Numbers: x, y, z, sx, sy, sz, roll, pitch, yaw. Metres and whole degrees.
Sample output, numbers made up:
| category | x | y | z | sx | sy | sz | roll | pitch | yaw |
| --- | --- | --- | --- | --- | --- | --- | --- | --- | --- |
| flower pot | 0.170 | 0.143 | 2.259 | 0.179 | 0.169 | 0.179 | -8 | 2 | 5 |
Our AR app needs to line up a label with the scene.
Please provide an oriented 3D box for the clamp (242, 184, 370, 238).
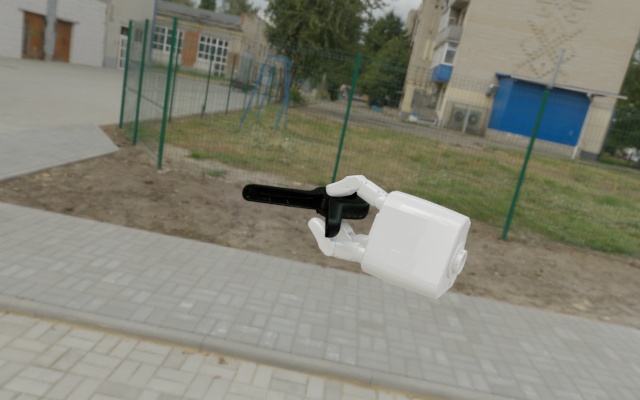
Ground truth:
| category | x | y | z | sx | sy | sz | roll | pitch | yaw |
| --- | --- | --- | --- | --- | --- | --- | --- | --- | --- |
| clamp | 0.001 | 0.002 | 0.703 | 0.164 | 0.036 | 0.210 | 21 | 17 | 27 |
